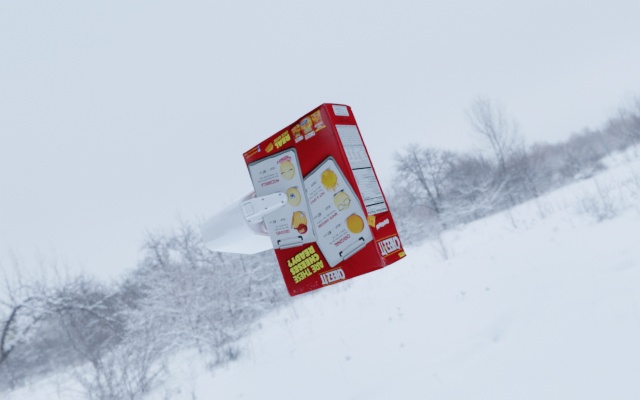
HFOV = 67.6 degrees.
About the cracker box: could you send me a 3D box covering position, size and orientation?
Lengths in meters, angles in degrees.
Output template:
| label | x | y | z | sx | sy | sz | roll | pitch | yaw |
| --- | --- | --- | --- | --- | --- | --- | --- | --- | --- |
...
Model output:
| label | x | y | z | sx | sy | sz | roll | pitch | yaw |
| --- | --- | --- | --- | --- | --- | --- | --- | --- | --- |
| cracker box | 0.000 | 0.002 | 0.638 | 0.164 | 0.213 | 0.072 | -25 | -8 | 37 |
